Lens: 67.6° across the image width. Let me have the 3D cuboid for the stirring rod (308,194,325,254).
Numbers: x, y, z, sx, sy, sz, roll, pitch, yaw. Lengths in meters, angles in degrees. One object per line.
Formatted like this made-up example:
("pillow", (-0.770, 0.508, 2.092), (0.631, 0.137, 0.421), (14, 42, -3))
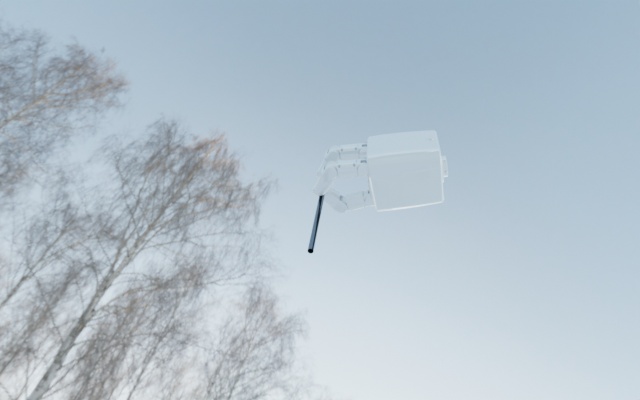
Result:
("stirring rod", (0.000, 0.002, 0.722), (0.011, 0.011, 0.239), (0, 32, 7))
